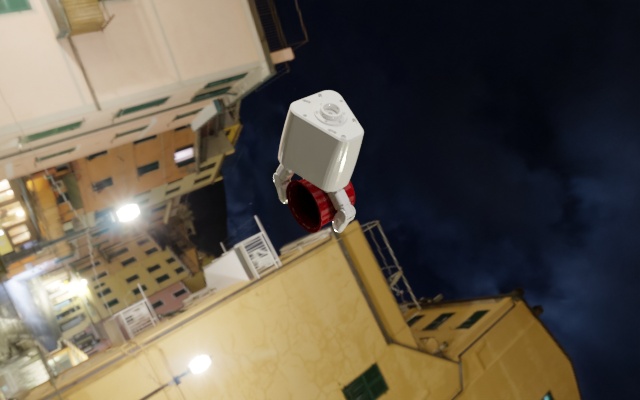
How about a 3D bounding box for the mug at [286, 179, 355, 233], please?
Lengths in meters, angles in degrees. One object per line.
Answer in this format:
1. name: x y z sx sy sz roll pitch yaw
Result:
1. mug: 0.000 0.003 0.802 0.081 0.093 0.117 -27 -27 -31
